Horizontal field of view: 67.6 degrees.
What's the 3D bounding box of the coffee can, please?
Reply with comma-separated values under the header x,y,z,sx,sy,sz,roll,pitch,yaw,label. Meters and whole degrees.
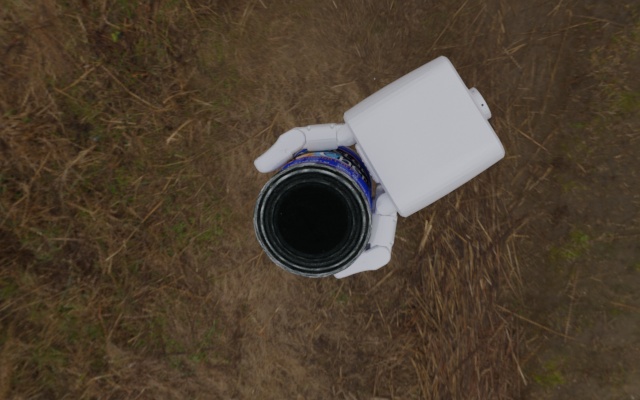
x,y,z,sx,sy,sz,roll,pitch,yaw,label
0.000,0.002,0.472,0.103,0.103,0.140,0,14,6,coffee can
